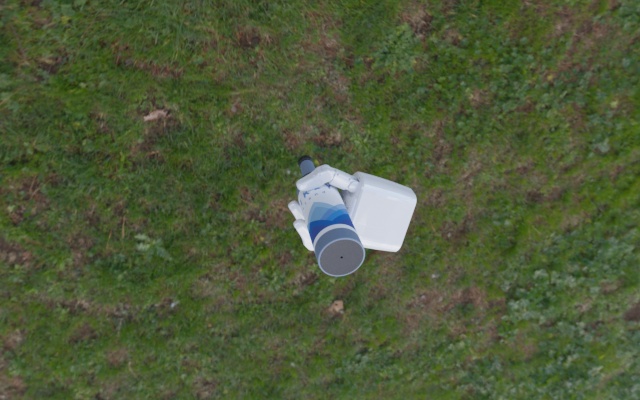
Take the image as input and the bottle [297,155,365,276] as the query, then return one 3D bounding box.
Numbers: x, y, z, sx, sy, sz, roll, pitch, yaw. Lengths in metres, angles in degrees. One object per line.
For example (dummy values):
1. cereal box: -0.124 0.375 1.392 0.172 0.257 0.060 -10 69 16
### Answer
1. bottle: 0.000 0.003 0.773 0.069 0.069 0.295 0 31 -13
